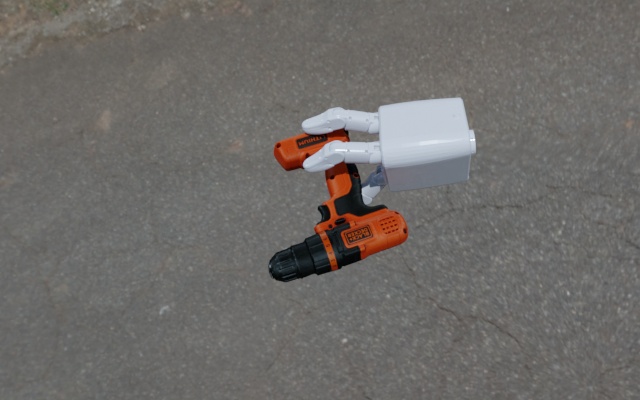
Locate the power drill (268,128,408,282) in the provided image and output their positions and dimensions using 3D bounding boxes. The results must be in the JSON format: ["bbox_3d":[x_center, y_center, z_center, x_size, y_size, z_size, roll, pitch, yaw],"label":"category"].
[{"bbox_3d":[0.000,0.002,0.632,0.184,0.187,0.057,-18,-21,-8],"label":"power drill"}]
